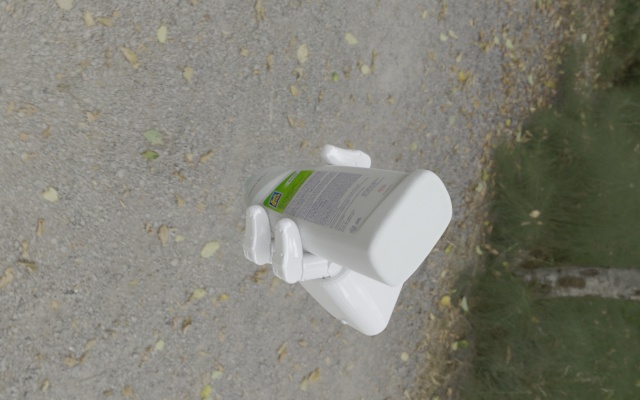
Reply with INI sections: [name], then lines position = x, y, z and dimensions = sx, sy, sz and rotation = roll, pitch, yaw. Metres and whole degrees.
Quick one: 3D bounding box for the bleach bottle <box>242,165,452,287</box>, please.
[bleach bottle]
position = 0.000, 0.002, 0.485
dimensions = 0.251, 0.102, 0.068
rotation = 18, -29, 50
